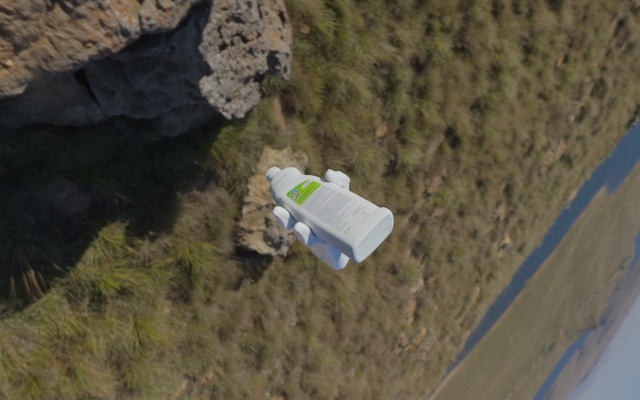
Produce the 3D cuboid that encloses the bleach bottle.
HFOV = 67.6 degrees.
[{"bbox_3d":[0.000,0.003,0.840,0.250,0.102,0.068,34,-22,33],"label":"bleach bottle"}]
